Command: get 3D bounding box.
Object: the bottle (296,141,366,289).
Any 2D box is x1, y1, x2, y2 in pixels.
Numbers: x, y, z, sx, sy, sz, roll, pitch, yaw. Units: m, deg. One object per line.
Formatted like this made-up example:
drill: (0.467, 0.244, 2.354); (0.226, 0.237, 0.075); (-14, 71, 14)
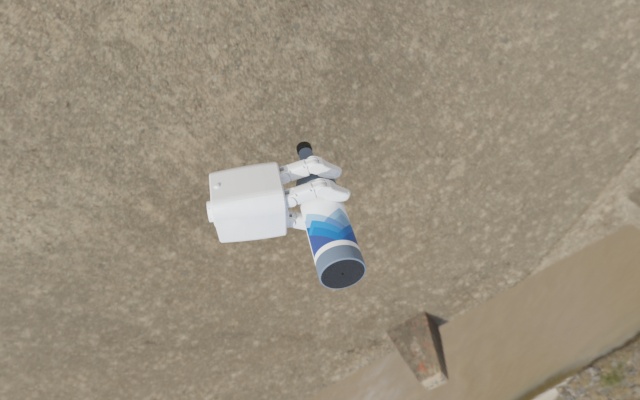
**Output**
bottle: (0.000, 0.003, 0.756); (0.069, 0.069, 0.295); (0, 42, -16)
